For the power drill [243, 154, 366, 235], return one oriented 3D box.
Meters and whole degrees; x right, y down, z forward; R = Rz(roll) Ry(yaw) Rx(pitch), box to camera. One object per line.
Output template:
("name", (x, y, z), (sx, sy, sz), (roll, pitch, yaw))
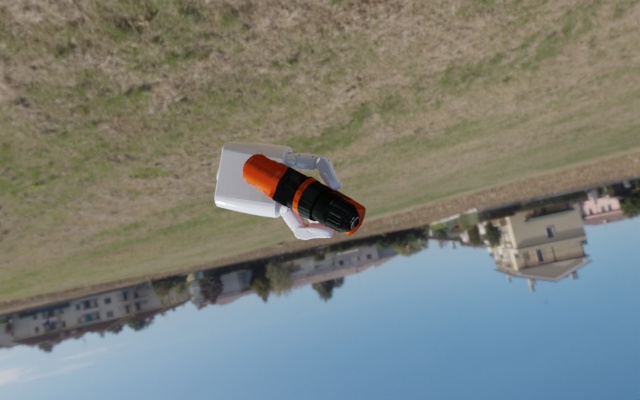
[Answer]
("power drill", (0.000, 0.002, 0.689), (0.184, 0.057, 0.188), (30, 1, 27))
